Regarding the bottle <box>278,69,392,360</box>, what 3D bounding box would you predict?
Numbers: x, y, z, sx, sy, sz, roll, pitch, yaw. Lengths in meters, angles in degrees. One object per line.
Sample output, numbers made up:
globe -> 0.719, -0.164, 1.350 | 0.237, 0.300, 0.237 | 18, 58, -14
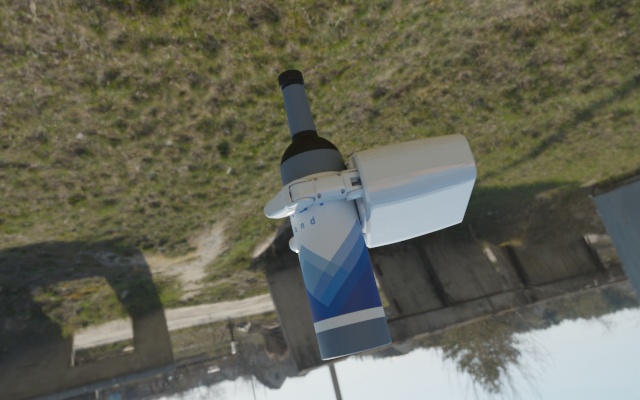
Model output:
bottle -> 0.000, 0.002, 0.480 | 0.069, 0.295, 0.069 | -13, -16, -4
